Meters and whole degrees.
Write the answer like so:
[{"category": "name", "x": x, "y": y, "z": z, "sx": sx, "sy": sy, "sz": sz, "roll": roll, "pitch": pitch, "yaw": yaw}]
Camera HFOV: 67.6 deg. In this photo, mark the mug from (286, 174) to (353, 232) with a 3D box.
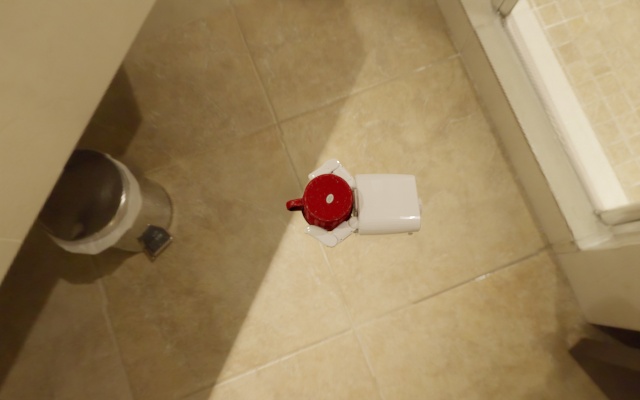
[{"category": "mug", "x": -0.001, "y": 0.003, "z": 0.806, "sx": 0.117, "sy": 0.093, "sz": 0.081, "roll": -3, "pitch": -10, "yaw": -2}]
